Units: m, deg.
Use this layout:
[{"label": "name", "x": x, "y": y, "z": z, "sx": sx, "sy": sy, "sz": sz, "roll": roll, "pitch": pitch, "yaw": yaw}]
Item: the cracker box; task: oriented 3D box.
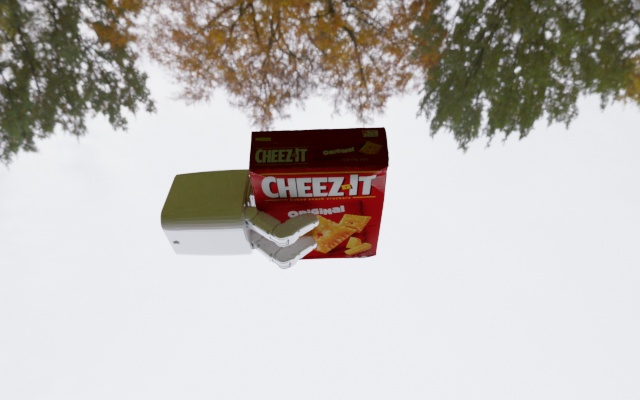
[{"label": "cracker box", "x": 0.000, "y": 0.002, "z": 0.639, "sx": 0.164, "sy": 0.072, "sz": 0.214, "roll": -2, "pitch": -36, "yaw": 0}]
